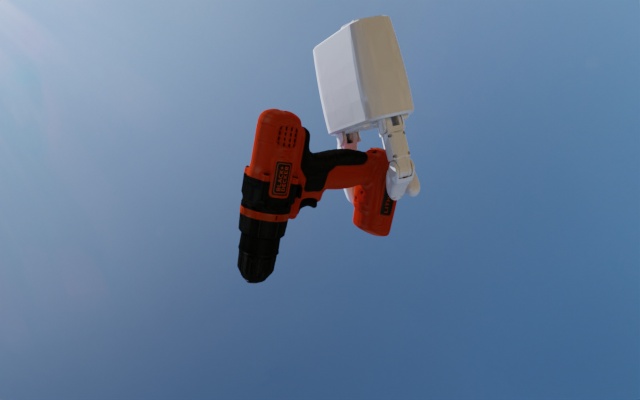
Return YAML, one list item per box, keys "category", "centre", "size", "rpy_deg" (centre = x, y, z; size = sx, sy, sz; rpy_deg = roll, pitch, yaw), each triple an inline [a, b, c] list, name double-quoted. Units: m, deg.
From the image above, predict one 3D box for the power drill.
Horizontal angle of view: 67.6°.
- category: "power drill"
  centre: [0.000, 0.001, 0.535]
  size: [0.187, 0.184, 0.057]
  rpy_deg: [3, 14, -36]
